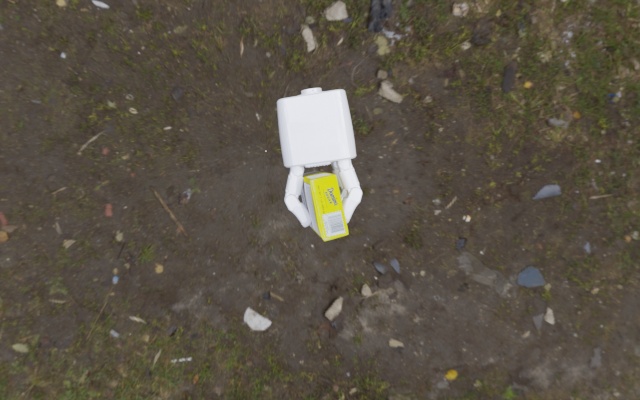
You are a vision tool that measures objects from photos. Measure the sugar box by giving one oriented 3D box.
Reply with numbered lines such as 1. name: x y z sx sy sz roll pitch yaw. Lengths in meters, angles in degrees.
1. sugar box: 0.001 0.002 0.766 0.048 0.093 0.176 -12 8 -5
